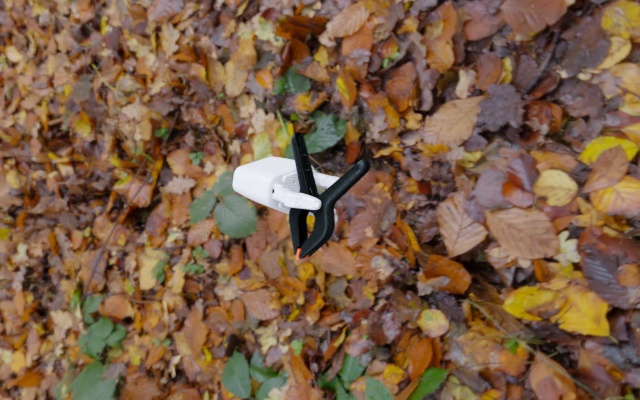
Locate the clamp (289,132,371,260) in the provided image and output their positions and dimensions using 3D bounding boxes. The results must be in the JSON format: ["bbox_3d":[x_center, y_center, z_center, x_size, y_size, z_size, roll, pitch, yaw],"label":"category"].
[{"bbox_3d":[-0.001,0.003,0.783,0.164,0.210,0.036,18,14,40],"label":"clamp"}]
